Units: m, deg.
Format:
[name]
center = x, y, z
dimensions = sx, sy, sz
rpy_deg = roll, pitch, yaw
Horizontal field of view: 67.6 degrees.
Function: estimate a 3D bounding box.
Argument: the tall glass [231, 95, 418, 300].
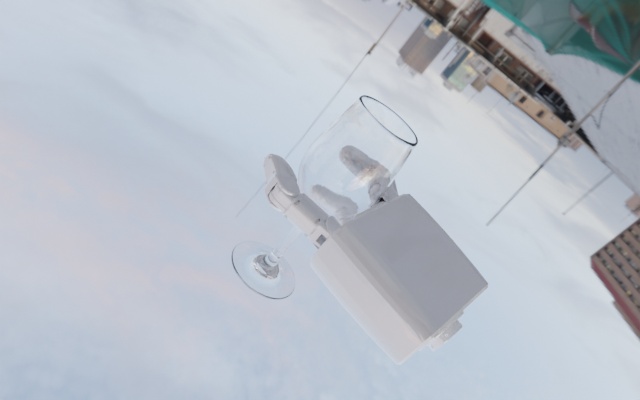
[tall glass]
center = 0.000, 0.002, 0.438
dimensions = 0.079, 0.079, 0.201
rpy_deg = 0, -44, -52
